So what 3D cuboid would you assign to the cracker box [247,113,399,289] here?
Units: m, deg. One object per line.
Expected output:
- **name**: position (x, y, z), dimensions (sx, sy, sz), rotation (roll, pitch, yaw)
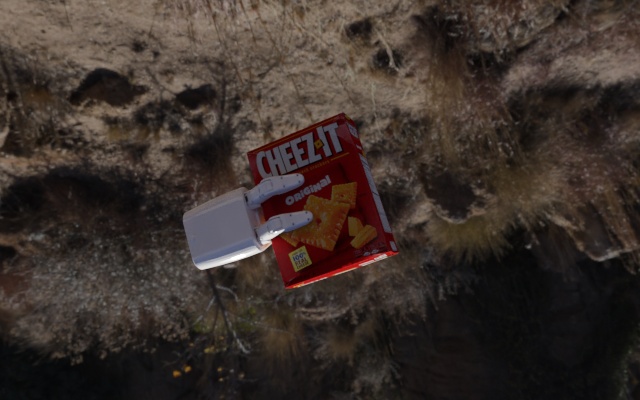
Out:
- **cracker box**: position (0.000, 0.002, 0.701), dimensions (0.164, 0.213, 0.072), rotation (-20, -11, 14)
